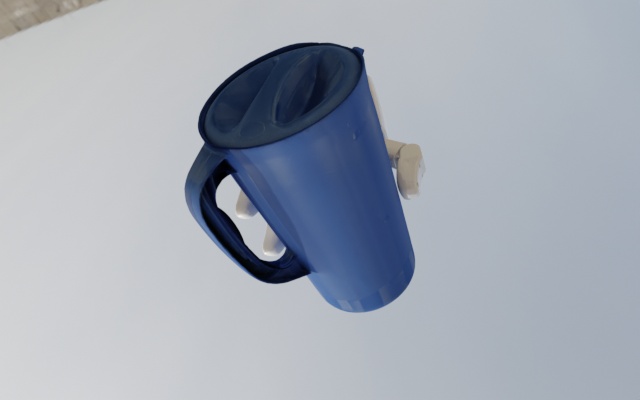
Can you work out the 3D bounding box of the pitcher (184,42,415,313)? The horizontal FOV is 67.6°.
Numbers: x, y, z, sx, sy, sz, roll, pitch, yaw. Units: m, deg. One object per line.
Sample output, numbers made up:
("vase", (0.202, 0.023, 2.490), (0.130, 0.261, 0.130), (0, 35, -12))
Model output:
("pitcher", (0.000, 0.001, 0.423), (0.149, 0.145, 0.243), (-15, -48, 13))
